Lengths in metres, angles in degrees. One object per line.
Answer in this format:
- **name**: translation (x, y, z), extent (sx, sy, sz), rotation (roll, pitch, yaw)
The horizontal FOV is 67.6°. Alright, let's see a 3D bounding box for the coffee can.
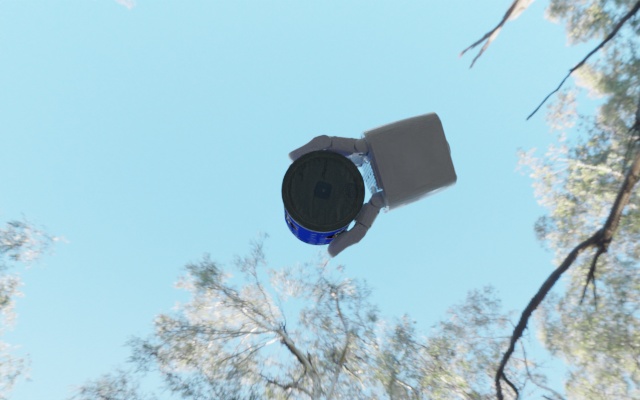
- **coffee can**: translation (0.000, 0.002, 0.644), extent (0.103, 0.102, 0.140), rotation (0, -12, -3)
